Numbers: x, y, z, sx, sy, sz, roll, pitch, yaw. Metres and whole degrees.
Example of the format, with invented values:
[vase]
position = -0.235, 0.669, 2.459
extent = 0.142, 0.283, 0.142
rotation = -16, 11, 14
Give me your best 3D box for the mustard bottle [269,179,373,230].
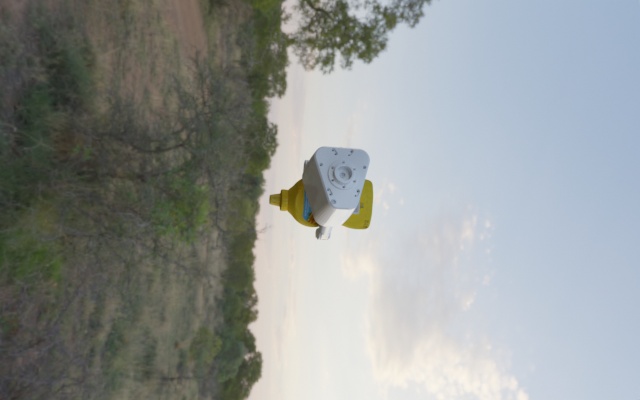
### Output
[mustard bottle]
position = 0.000, 0.003, 0.896
extent = 0.191, 0.096, 0.058
rotation = 3, 8, -10
